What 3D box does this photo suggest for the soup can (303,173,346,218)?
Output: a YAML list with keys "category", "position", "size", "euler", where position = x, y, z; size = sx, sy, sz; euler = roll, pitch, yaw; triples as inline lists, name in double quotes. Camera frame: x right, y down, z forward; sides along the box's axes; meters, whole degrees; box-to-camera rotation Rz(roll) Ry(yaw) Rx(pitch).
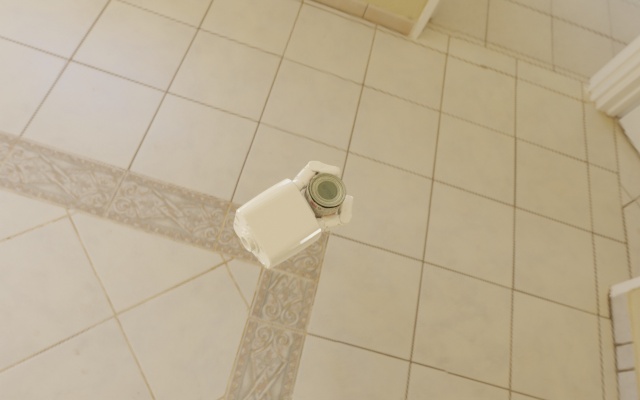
- category: "soup can"
  position: [0.001, 0.002, 0.847]
  size: [0.068, 0.068, 0.102]
  euler: [0, -25, -15]
